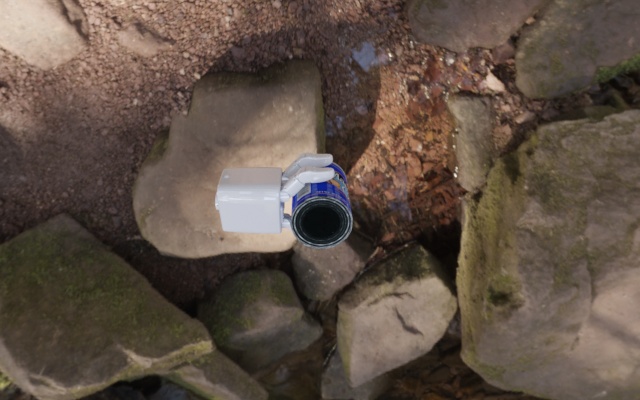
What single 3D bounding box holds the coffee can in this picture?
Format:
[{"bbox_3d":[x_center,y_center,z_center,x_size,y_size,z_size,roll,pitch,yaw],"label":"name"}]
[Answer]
[{"bbox_3d":[0.000,0.003,0.837,0.103,0.103,0.140,0,30,-2],"label":"coffee can"}]
